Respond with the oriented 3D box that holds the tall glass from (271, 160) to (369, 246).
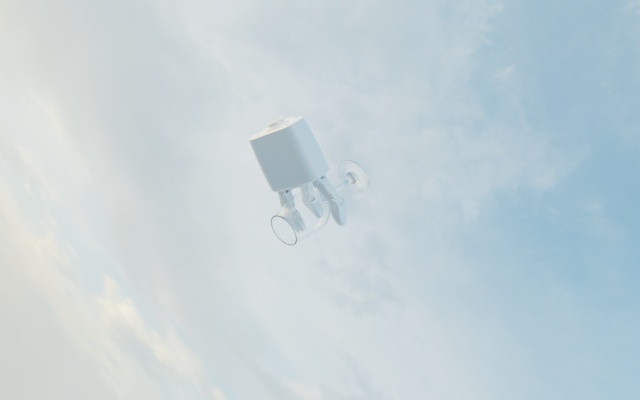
[{"bbox_3d":[0.001,0.003,0.879,0.079,0.079,0.201,0,30,48],"label":"tall glass"}]
